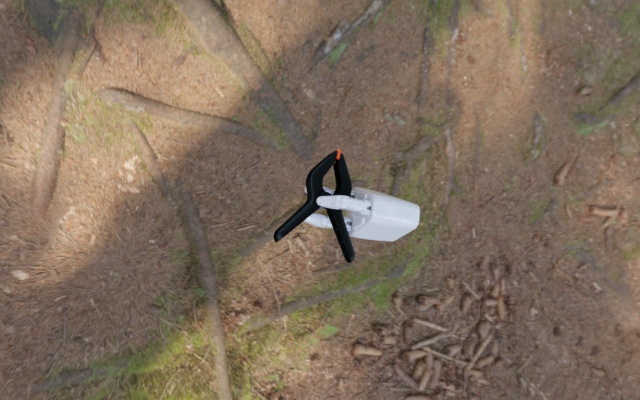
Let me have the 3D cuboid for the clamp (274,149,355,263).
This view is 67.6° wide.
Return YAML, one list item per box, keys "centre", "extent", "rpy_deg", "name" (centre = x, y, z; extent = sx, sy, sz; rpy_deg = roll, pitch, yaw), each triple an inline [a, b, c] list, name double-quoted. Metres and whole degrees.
- centre: [0.001, 0.002, 0.894]
  extent: [0.164, 0.210, 0.036]
  rpy_deg: [11, -11, -25]
  name: "clamp"
